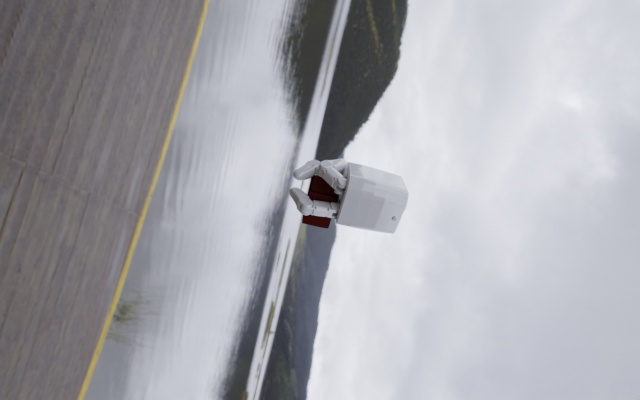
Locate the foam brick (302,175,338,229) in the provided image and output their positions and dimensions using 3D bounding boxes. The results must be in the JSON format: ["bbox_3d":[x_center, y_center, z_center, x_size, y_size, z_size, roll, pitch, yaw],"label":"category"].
[{"bbox_3d":[0.000,0.003,0.860,0.051,0.078,0.053,12,38,-4],"label":"foam brick"}]
